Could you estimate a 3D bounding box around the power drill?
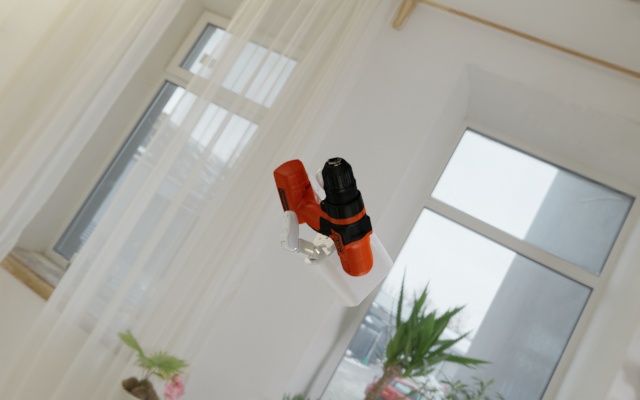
[{"bbox_3d":[0.000,0.002,0.692,0.057,0.184,0.187,-26,33,-21],"label":"power drill"}]
